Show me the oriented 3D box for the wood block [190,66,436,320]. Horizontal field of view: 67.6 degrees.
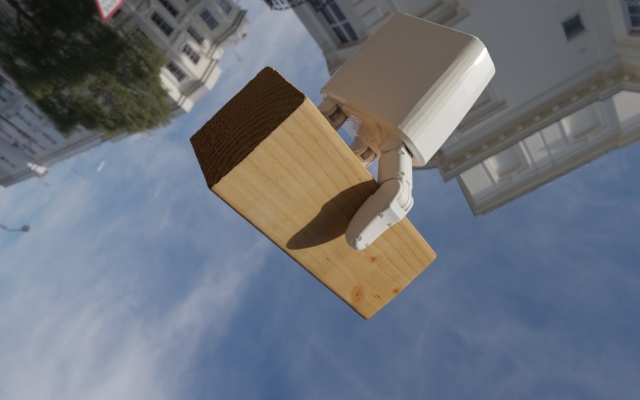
[{"bbox_3d":[0.001,0.001,0.405,0.206,0.090,0.090,45,4,-37],"label":"wood block"}]
